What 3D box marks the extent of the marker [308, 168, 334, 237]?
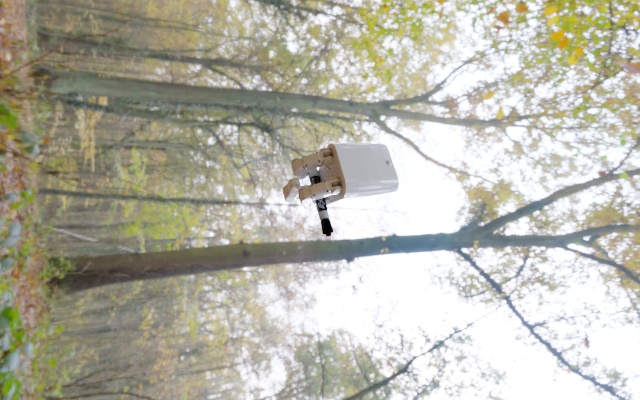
[{"bbox_3d":[0.000,0.003,0.797,0.020,0.121,0.020,-12,-21,-5],"label":"marker"}]
